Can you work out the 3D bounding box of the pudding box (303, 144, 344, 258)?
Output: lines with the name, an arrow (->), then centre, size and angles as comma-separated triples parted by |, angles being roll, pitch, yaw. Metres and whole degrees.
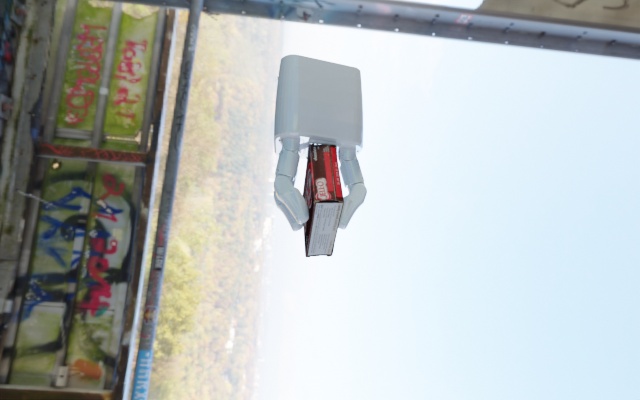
pudding box -> 0.000, 0.002, 0.577 | 0.039, 0.090, 0.114 | 0, -40, -5
